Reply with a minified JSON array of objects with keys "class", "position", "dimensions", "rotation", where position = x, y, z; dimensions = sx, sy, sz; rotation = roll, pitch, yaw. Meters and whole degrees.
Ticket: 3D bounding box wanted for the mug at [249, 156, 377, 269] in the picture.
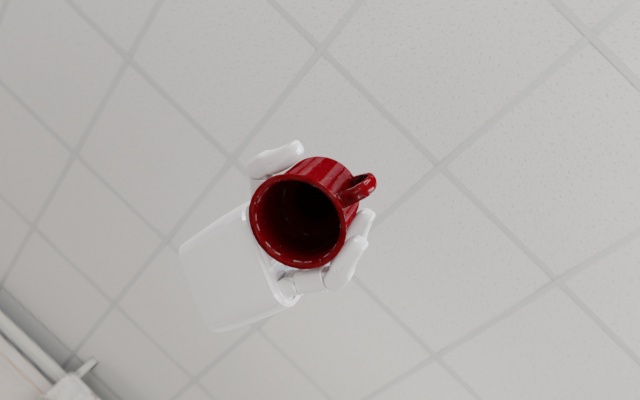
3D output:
[{"class":"mug","position":[0.001,0.001,0.454],"dimensions":[0.117,0.093,0.081],"rotation":[-26,11,26]}]
